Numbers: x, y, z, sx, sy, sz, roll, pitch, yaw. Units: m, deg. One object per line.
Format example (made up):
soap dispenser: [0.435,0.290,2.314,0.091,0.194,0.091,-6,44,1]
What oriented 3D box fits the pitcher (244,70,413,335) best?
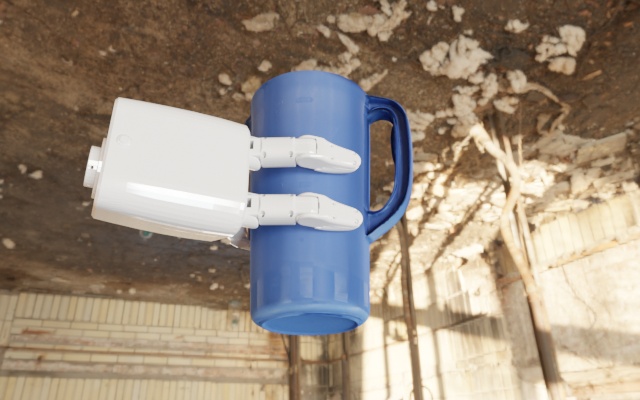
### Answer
pitcher: [0.000,0.002,0.475,0.145,0.242,0.149,13,-29,-27]
